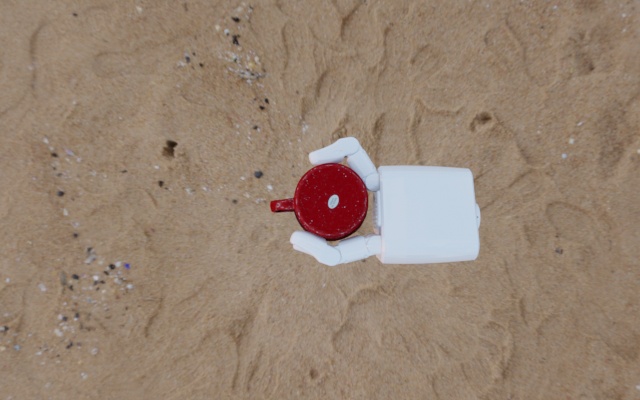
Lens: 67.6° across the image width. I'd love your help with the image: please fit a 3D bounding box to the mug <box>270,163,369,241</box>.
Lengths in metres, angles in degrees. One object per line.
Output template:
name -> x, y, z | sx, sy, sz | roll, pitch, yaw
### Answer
mug -> -0.001, 0.002, 0.550 | 0.117, 0.093, 0.081 | -2, -3, 1
